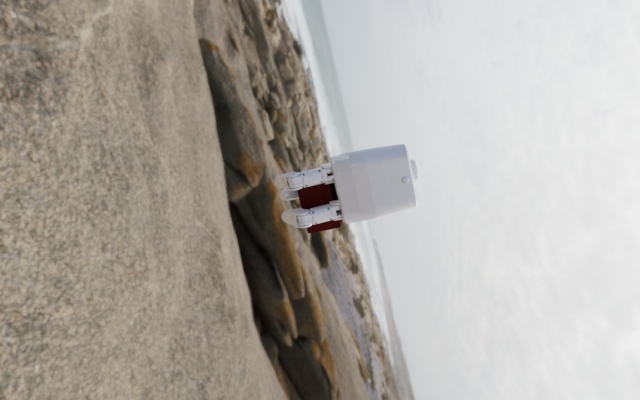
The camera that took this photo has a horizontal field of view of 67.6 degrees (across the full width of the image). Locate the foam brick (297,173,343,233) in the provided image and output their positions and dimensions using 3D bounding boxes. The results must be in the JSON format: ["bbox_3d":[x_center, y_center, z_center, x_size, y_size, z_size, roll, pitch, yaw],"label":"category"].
[{"bbox_3d":[0.000,0.003,0.712,0.051,0.078,0.053,-11,14,9],"label":"foam brick"}]
